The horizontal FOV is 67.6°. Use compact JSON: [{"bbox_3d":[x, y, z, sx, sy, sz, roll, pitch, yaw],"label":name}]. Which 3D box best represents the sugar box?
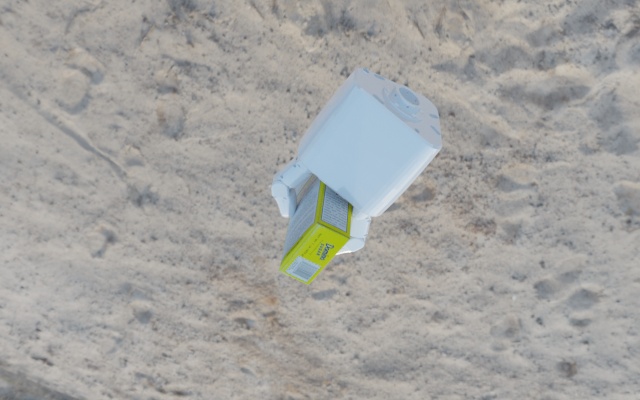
[{"bbox_3d":[0.001,0.002,0.567,0.048,0.176,0.093,28,-51,-14],"label":"sugar box"}]
